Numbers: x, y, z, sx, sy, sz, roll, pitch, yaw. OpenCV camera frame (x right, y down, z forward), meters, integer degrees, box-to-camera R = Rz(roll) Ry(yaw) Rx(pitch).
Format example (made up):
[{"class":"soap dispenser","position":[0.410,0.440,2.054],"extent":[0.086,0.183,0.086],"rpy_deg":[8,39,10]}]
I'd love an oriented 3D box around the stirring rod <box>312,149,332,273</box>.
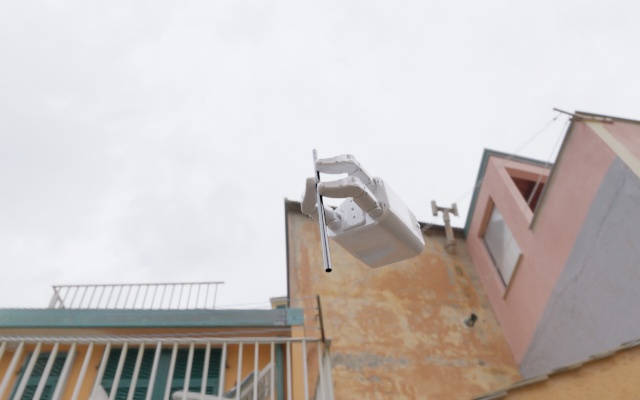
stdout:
[{"class":"stirring rod","position":[0.000,0.002,0.634],"extent":[0.011,0.011,0.239],"rpy_deg":[0,40,-6]}]
